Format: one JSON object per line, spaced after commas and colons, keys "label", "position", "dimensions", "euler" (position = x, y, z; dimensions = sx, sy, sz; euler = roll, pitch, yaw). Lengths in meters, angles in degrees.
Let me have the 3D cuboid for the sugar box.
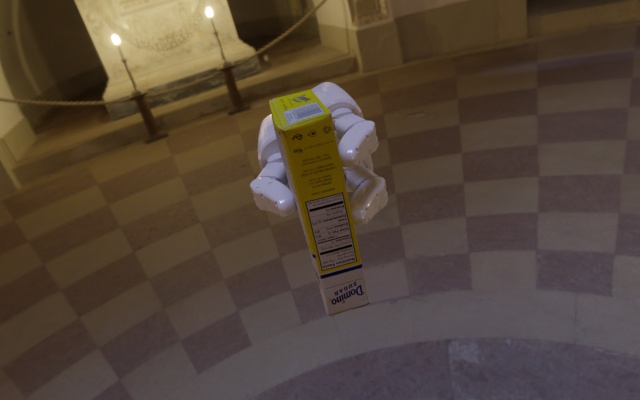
{"label": "sugar box", "position": [0.001, 0.001, 0.417], "dimensions": [0.048, 0.176, 0.093], "euler": [-17, 27, -2]}
